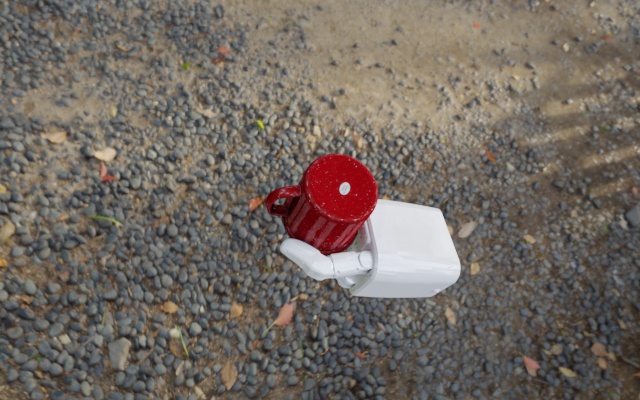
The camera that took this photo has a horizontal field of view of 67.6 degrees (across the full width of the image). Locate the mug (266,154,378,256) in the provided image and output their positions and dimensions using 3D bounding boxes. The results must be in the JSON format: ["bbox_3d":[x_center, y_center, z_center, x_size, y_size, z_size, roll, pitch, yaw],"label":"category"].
[{"bbox_3d":[-0.001,0.001,0.512,0.117,0.093,0.081,5,-27,-16],"label":"mug"}]
